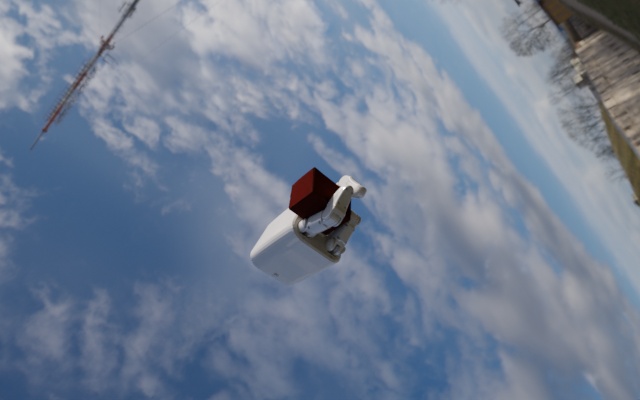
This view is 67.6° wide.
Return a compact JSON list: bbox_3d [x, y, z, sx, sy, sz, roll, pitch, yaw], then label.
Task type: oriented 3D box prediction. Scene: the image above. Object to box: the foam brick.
[{"bbox_3d":[0.000,0.002,0.686,0.078,0.053,0.051,37,-53,-27],"label":"foam brick"}]
